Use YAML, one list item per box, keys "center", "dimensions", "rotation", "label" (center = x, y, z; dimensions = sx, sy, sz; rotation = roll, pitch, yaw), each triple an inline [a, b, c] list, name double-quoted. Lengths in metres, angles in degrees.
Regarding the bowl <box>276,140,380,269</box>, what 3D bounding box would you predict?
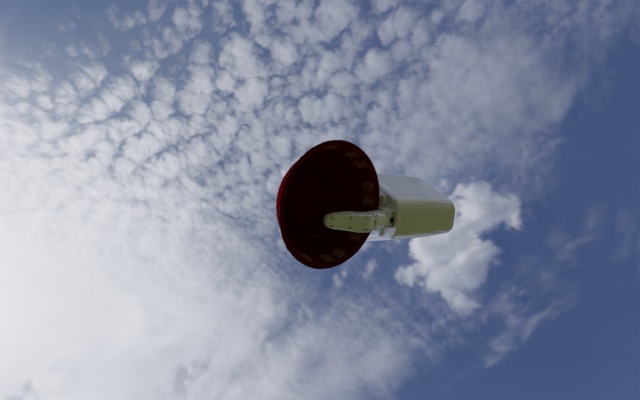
- center: [-0.001, 0.002, 0.604]
  dimensions: [0.162, 0.162, 0.055]
  rotation: [0, 11, -40]
  label: "bowl"
